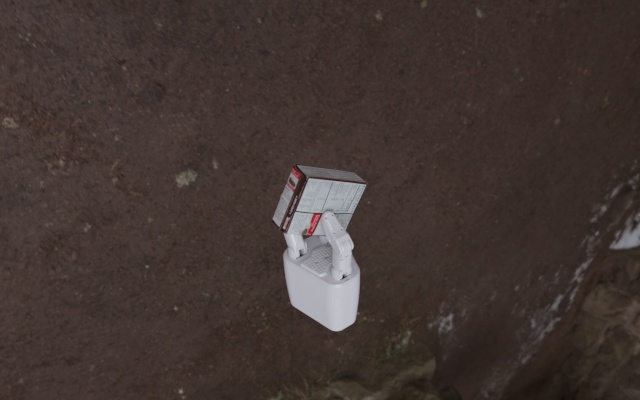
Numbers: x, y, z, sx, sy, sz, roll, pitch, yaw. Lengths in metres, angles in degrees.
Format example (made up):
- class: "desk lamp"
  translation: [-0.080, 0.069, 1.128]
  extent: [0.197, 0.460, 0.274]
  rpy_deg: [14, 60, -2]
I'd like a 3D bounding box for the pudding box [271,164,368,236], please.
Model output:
- class: "pudding box"
  translation: [0.000, 0.002, 0.650]
  extent: [0.113, 0.090, 0.039]
  rpy_deg: [4, 27, -42]
